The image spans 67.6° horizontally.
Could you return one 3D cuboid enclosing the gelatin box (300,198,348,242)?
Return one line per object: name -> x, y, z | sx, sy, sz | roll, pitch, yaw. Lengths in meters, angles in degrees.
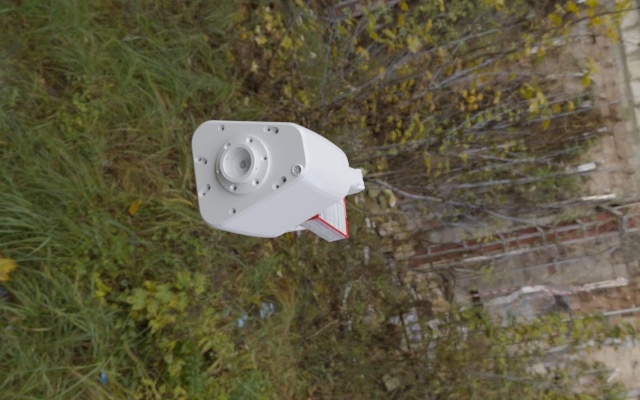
gelatin box -> 0.001, 0.002, 0.562 | 0.030, 0.073, 0.089 | -15, -24, 22
